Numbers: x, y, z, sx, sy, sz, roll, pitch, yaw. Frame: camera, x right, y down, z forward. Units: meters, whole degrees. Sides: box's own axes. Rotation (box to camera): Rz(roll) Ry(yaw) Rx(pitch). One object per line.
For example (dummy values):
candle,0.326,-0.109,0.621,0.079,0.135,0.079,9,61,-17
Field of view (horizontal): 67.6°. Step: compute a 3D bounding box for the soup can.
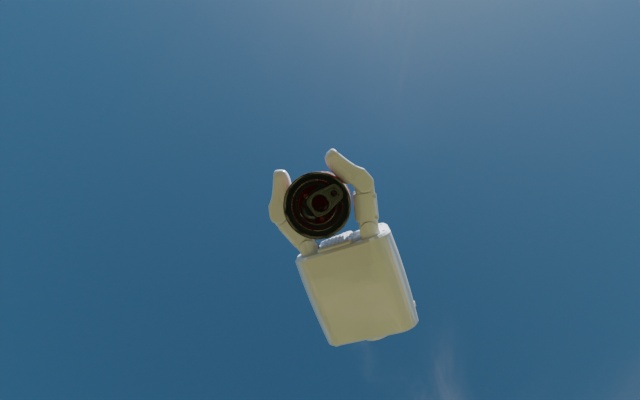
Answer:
soup can,0.000,0.001,0.524,0.068,0.068,0.102,0,4,4
